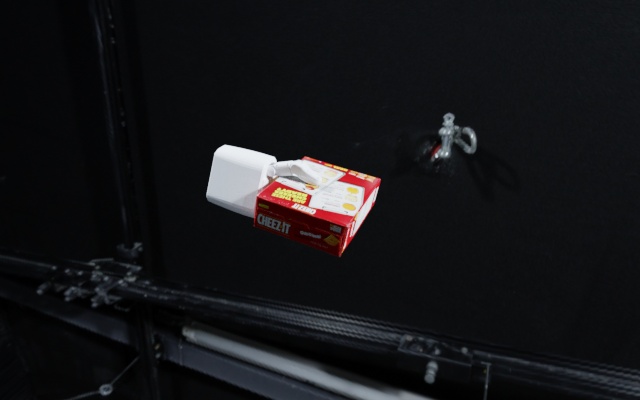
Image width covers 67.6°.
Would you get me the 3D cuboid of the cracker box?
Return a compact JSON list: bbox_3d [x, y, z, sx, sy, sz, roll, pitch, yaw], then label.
[{"bbox_3d":[0.000,0.003,0.870,0.164,0.072,0.213,18,29,14],"label":"cracker box"}]
